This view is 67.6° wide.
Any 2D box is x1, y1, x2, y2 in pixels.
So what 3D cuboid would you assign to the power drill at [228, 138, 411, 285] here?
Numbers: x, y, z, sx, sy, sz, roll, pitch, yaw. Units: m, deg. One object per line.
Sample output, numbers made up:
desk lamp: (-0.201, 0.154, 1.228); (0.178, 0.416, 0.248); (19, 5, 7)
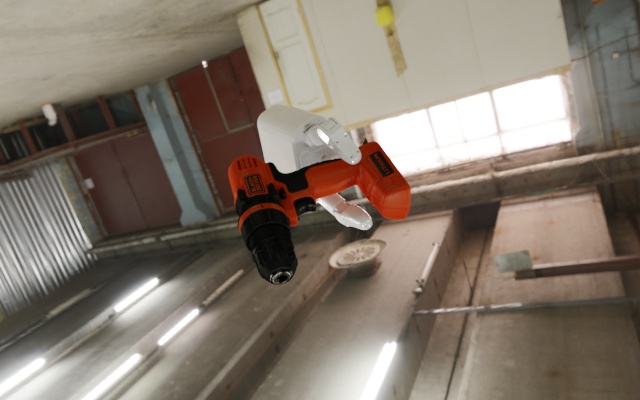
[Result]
power drill: (0.000, 0.002, 0.530); (0.187, 0.057, 0.184); (-11, 45, -14)
